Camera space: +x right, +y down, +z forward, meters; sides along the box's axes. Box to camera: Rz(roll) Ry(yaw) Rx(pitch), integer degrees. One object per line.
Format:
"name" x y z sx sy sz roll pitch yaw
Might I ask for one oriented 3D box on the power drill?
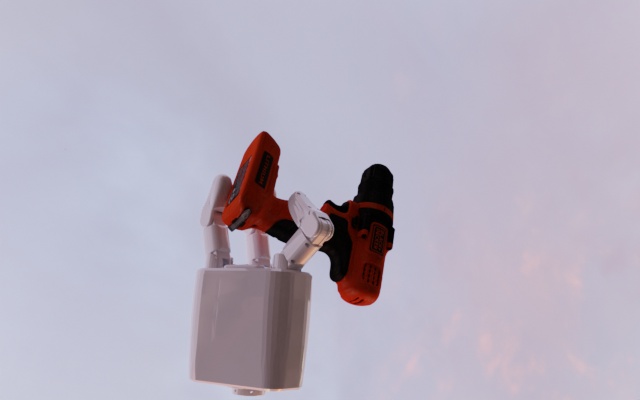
"power drill" 0.000 0.002 0.523 0.188 0.184 0.057 27 -39 -18
